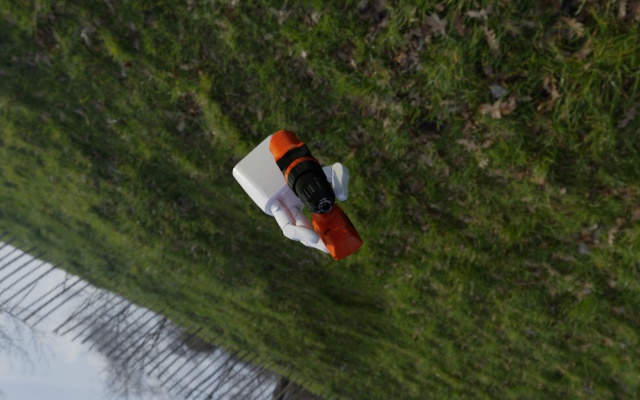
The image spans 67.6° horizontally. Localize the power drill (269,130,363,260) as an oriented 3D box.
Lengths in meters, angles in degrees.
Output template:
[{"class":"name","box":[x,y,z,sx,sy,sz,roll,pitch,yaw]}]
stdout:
[{"class":"power drill","box":[0.000,0.002,0.697,0.057,0.188,0.184,-29,41,-1]}]
